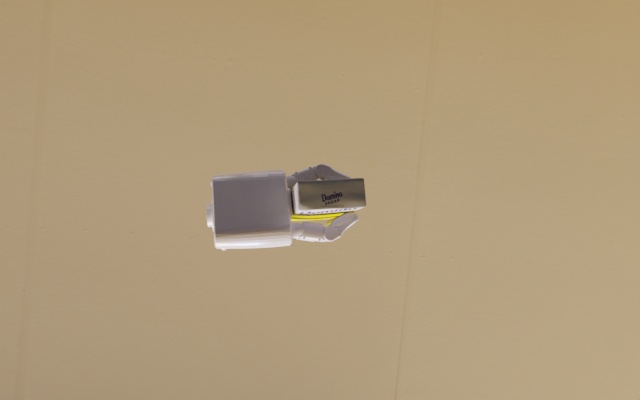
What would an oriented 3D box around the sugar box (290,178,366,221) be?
[{"bbox_3d":[0.000,0.003,0.707,0.093,0.048,0.176,-3,-4,-10],"label":"sugar box"}]
